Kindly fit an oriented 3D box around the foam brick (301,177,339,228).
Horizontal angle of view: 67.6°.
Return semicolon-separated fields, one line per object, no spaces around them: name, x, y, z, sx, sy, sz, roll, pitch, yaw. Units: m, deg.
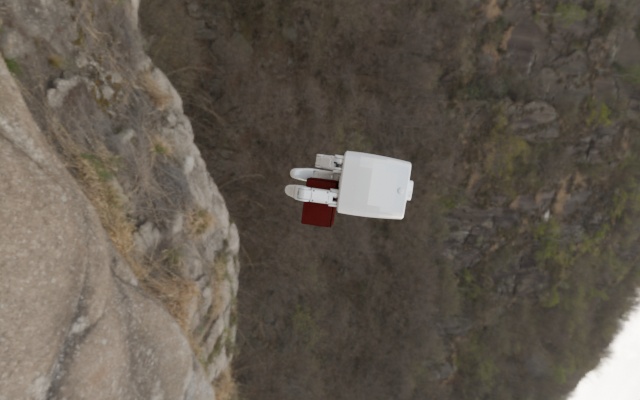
foam brick;0.000;0.003;0.800;0.051;0.078;0.053;8;6;5
